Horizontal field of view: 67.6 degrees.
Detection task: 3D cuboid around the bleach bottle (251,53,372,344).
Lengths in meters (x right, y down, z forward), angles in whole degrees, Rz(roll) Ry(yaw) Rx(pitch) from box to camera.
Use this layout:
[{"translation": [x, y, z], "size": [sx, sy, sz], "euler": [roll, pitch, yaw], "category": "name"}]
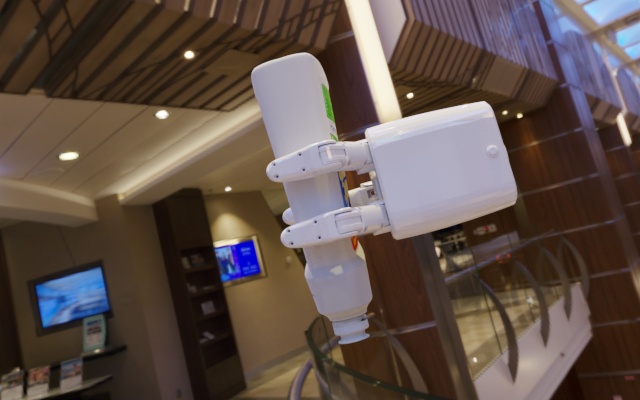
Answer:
[{"translation": [0.000, 0.001, 0.440], "size": [0.068, 0.251, 0.102], "euler": [-15, -7, 6], "category": "bleach bottle"}]
